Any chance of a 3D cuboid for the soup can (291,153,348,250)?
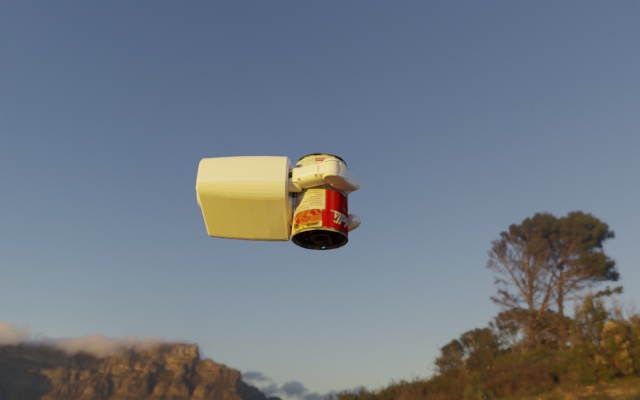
[{"bbox_3d":[0.001,0.002,0.586,0.068,0.102,0.068,1,-26,1],"label":"soup can"}]
